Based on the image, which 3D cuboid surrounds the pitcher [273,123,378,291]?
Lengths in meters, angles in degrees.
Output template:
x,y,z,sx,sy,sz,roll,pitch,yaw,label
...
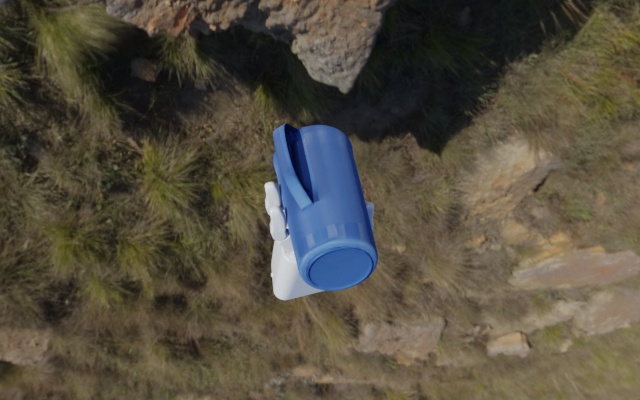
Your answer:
x,y,z,sx,sy,sz,roll,pitch,yaw,label
0.000,0.002,0.704,0.149,0.145,0.242,4,43,-16,pitcher
